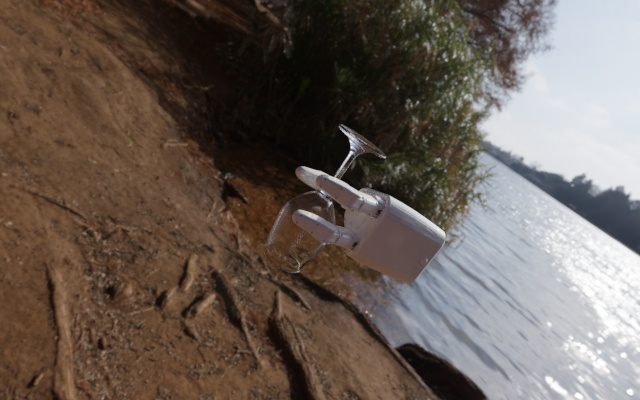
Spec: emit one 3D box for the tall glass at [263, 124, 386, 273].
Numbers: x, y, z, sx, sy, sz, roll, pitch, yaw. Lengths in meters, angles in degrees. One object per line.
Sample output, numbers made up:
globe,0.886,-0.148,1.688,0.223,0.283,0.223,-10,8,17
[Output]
tall glass,0.000,0.001,0.641,0.079,0.201,0.079,32,16,-10
